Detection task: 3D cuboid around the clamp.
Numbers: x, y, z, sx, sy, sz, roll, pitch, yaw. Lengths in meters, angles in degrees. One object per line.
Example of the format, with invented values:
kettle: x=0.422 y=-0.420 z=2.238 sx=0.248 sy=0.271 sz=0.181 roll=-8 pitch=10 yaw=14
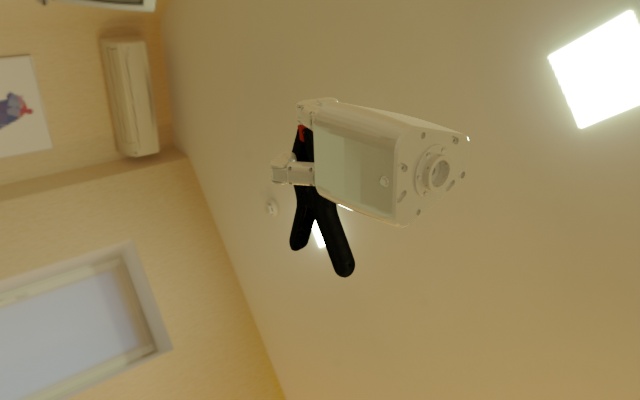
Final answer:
clamp: x=0.001 y=0.001 z=0.539 sx=0.039 sy=0.171 sz=0.120 roll=-20 pitch=30 yaw=-35
